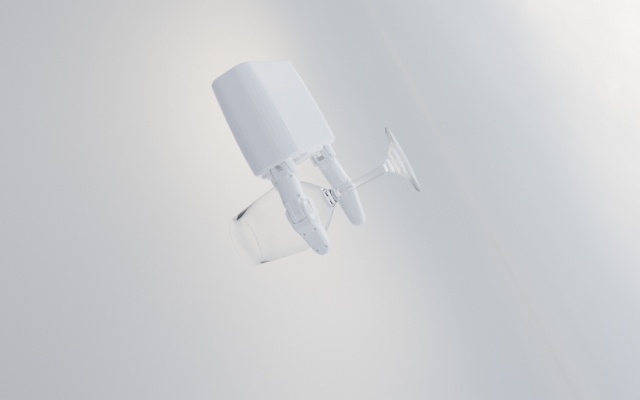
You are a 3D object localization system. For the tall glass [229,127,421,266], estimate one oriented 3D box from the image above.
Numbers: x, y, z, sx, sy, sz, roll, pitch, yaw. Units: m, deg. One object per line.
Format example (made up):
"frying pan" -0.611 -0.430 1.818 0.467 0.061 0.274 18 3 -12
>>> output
"tall glass" 0.001 0.002 0.515 0.201 0.079 0.079 -28 -8 16
